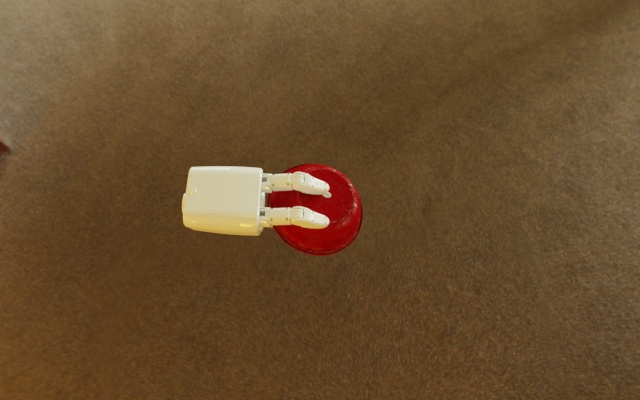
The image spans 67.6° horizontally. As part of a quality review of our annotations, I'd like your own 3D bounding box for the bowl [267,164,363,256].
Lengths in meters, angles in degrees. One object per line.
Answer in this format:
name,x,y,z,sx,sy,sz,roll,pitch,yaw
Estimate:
bowl,0.001,0.002,0.750,0.162,0.162,0.055,0,-23,-18
